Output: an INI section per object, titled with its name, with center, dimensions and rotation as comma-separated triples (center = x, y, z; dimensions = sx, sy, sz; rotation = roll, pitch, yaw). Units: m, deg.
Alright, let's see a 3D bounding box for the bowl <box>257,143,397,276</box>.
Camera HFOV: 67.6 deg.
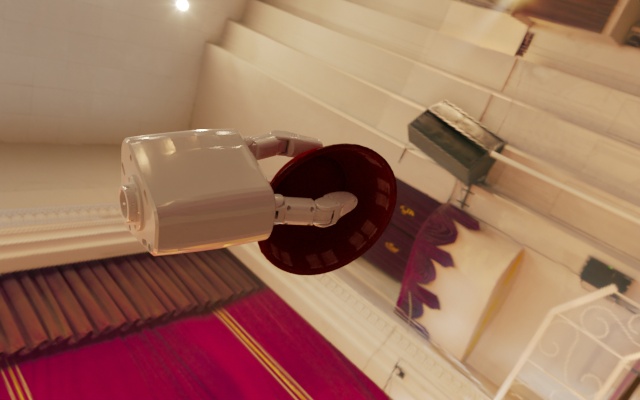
[bowl]
center = 0.001, 0.002, 0.518
dimensions = 0.162, 0.162, 0.055
rotation = 0, 31, -27
